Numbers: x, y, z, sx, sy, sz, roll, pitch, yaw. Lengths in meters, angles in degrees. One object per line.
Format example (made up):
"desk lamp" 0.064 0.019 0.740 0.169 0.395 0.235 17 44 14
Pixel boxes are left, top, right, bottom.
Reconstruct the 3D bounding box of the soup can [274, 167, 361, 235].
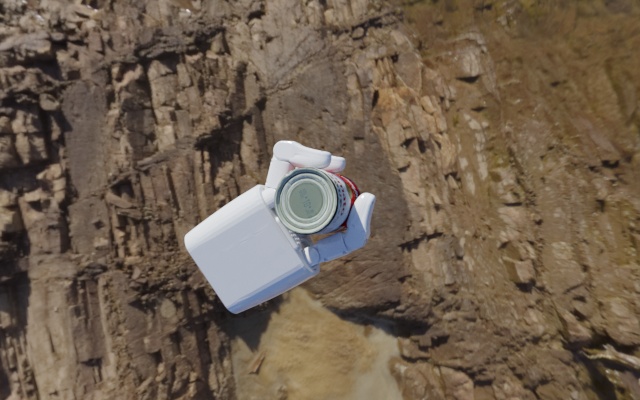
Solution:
"soup can" 0.000 0.002 0.506 0.068 0.068 0.102 0 -2 18
